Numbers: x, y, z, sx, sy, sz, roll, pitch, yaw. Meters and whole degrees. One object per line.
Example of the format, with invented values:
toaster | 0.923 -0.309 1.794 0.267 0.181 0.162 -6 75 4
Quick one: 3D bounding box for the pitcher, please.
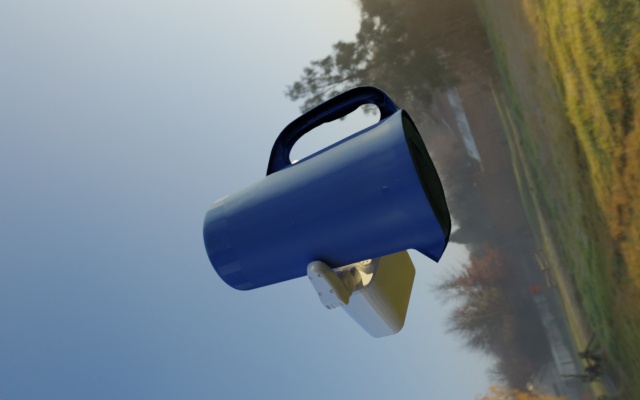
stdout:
pitcher | 0.000 0.002 0.498 0.243 0.149 0.145 -20 -50 20
